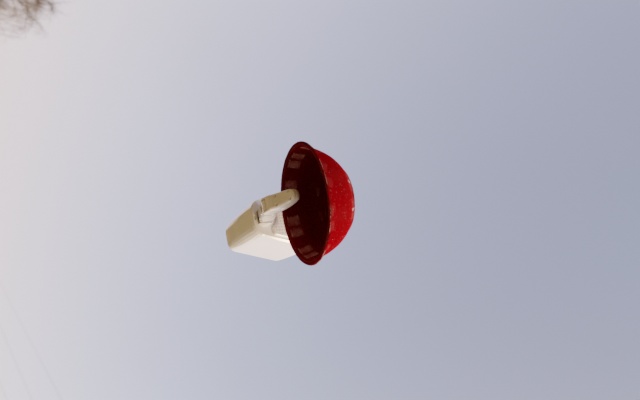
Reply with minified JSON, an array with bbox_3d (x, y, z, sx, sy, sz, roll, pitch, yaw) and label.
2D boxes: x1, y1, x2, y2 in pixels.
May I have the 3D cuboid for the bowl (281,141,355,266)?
[{"bbox_3d":[0.001,0.002,0.629,0.055,0.162,0.162,-5,2,-24],"label":"bowl"}]
